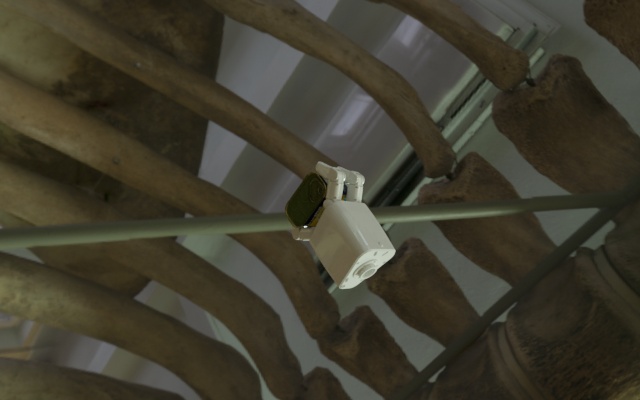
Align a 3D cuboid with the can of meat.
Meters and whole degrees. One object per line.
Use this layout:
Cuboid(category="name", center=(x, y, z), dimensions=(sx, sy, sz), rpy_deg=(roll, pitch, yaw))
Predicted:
Cuboid(category="can of meat", center=(0.000, 0.003, 0.856), dimensions=(0.084, 0.102, 0.057), rpy_deg=(7, 38, -47))
